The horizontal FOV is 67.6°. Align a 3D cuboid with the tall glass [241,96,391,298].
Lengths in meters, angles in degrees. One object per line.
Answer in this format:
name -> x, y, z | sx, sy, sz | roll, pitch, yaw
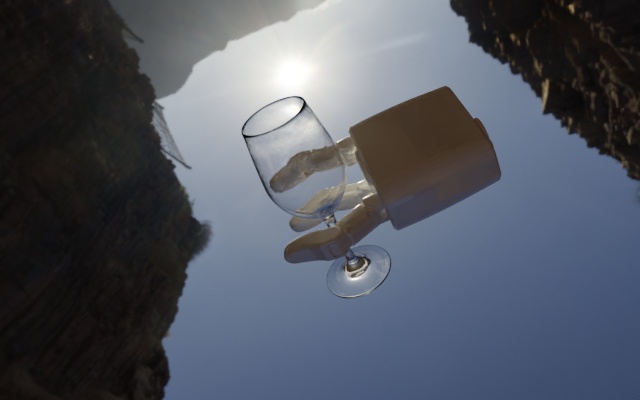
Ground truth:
tall glass -> 0.000, 0.002, 0.459 | 0.079, 0.201, 0.079 | -20, 33, 14
